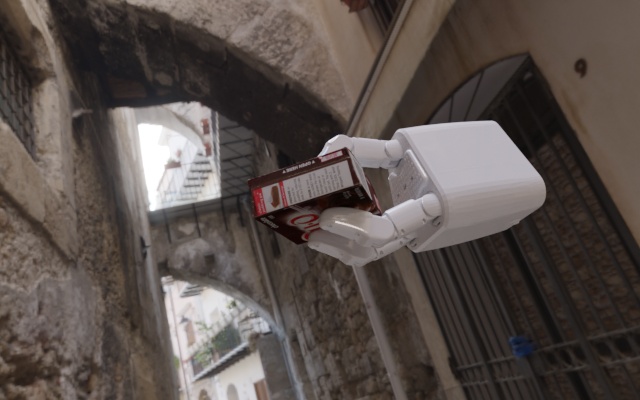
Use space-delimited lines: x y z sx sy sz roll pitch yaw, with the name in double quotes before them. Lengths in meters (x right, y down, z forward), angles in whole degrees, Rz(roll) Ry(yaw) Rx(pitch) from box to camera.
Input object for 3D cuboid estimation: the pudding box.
"pudding box" 0.000 0.001 0.418 0.090 0.039 0.113 -18 -22 11
